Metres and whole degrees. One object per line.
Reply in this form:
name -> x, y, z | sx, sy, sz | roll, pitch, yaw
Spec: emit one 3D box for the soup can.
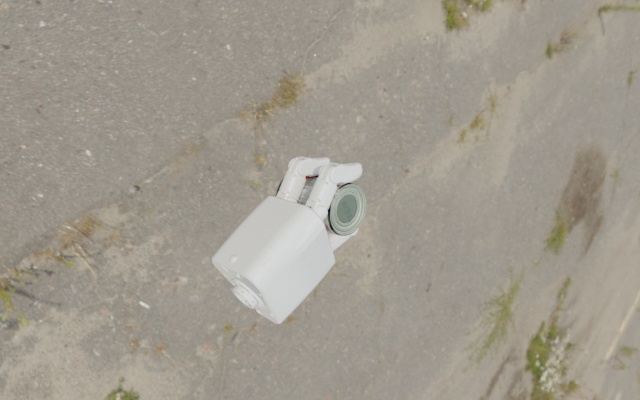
soup can -> 0.001, 0.002, 0.614 | 0.068, 0.068, 0.102 | 0, 11, -44
